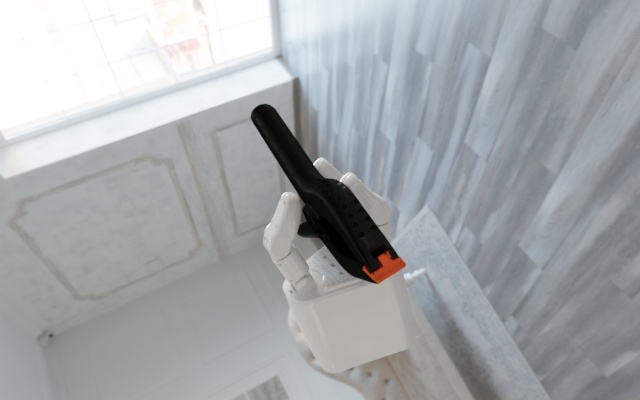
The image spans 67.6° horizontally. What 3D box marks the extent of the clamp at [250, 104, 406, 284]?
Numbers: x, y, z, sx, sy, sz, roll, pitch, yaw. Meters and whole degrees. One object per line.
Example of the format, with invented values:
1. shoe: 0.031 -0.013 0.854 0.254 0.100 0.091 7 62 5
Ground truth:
1. clamp: 0.000 0.002 0.432 0.036 0.165 0.210 -30 30 -14
